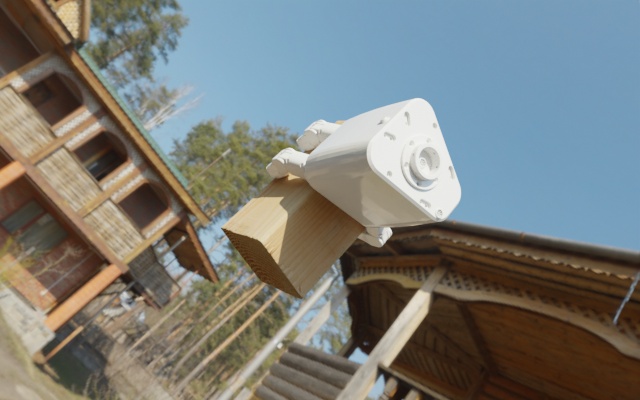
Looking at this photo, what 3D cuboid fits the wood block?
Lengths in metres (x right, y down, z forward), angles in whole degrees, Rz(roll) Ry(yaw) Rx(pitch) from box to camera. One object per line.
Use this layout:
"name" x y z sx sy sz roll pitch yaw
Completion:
"wood block" 0.001 0.002 0.559 0.206 0.091 0.090 -45 31 -25
